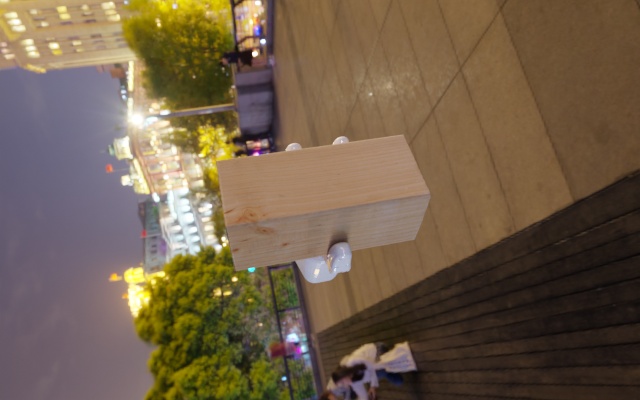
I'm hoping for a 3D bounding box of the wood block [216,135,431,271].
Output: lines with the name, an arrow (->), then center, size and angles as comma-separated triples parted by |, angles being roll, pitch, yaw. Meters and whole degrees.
wood block -> 0.000, 0.002, 0.520 | 0.206, 0.090, 0.090 | -9, -35, -10
